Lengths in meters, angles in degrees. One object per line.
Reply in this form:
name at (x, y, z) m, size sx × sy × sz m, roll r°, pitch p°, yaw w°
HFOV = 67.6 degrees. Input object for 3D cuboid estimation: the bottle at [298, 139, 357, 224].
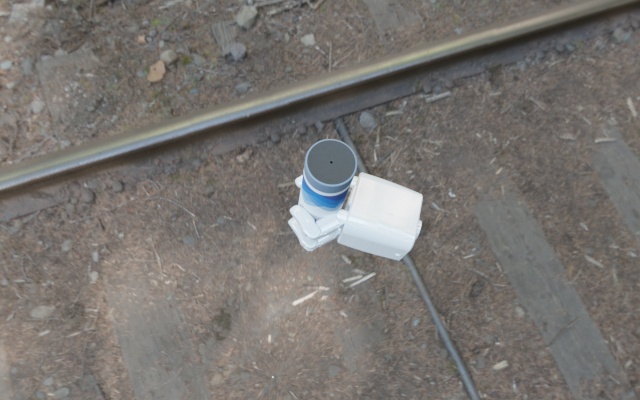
bottle at (0.000, 0.002, 0.739) m, size 0.069 × 0.069 × 0.296 m, roll 0°, pitch -20°, yaw -6°
